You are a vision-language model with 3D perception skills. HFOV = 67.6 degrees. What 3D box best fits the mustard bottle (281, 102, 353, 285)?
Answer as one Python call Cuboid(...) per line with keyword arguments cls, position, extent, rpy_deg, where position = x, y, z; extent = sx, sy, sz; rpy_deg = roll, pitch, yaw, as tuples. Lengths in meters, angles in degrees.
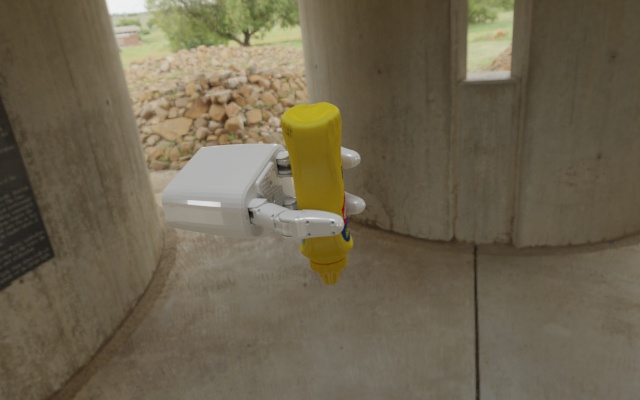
Cuboid(cls="mustard bottle", position=(0.000, 0.001, 0.494), extent=(0.058, 0.192, 0.096), rpy_deg=(-6, 22, 1))
